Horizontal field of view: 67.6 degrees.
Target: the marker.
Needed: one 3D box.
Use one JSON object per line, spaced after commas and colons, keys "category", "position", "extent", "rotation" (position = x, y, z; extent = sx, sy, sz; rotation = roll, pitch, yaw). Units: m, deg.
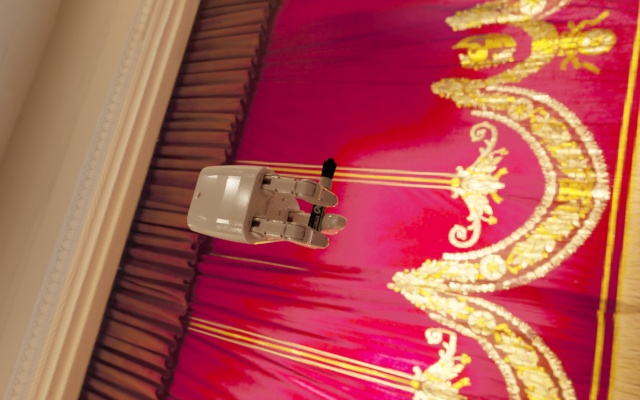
{"category": "marker", "position": [0.000, 0.002, 0.619], "extent": [0.020, 0.121, 0.020], "rotation": [13, -13, 3]}
